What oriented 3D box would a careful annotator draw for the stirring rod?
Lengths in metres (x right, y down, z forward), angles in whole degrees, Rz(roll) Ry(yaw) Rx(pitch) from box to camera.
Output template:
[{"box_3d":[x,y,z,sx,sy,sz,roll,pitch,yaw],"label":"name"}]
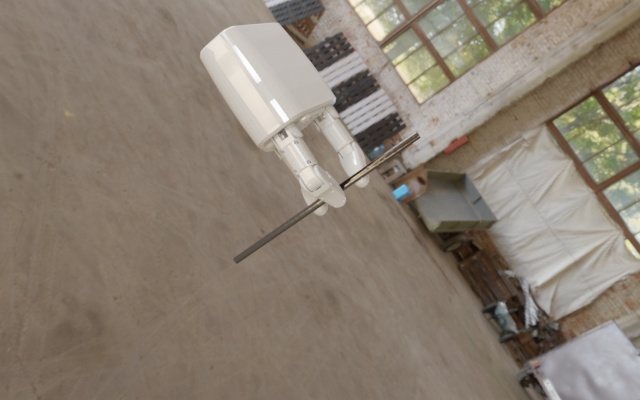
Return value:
[{"box_3d":[0.000,0.002,0.496,0.239,0.011,0.011,-35,-12,17],"label":"stirring rod"}]
